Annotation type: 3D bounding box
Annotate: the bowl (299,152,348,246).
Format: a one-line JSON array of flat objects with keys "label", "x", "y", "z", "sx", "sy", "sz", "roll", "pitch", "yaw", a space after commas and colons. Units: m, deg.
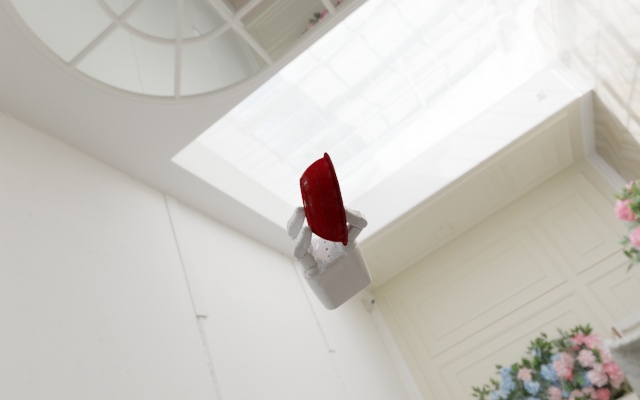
[{"label": "bowl", "x": -0.001, "y": 0.001, "z": 0.799, "sx": 0.055, "sy": 0.162, "sz": 0.162, "roll": -12, "pitch": 1, "yaw": -6}]
